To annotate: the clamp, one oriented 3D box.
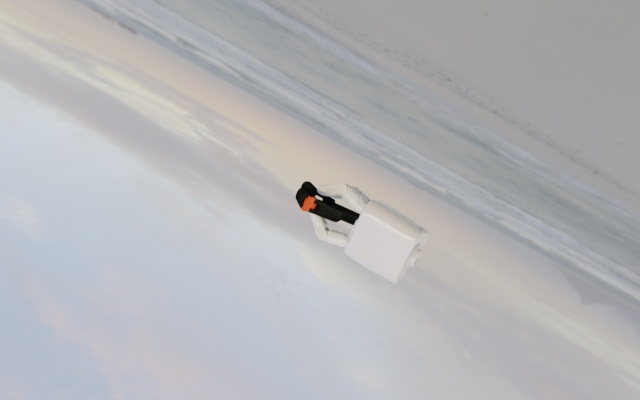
[{"bbox_3d":[0.000,0.004,0.889,0.164,0.036,0.210,32,8,21],"label":"clamp"}]
